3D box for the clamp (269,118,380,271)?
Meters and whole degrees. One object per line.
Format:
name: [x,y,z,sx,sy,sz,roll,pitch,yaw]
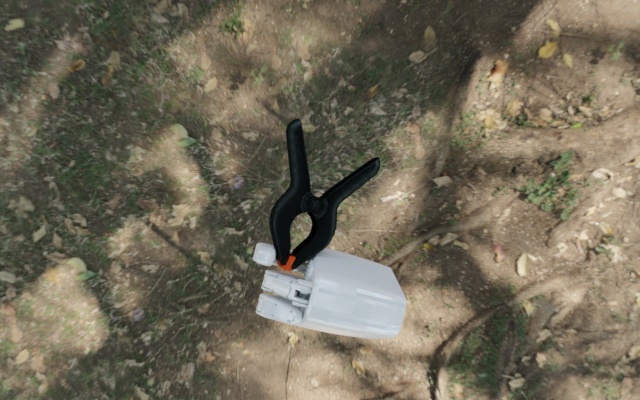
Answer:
clamp: [0.000,0.002,0.556,0.120,0.171,0.039,15,1,-10]
